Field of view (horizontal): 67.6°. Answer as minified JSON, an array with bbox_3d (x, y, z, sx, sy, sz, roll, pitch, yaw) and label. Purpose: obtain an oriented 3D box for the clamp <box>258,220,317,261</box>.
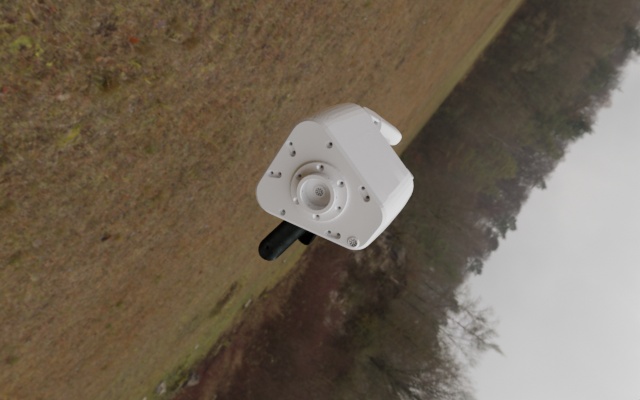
[{"bbox_3d":[0.001,0.002,0.530,0.039,0.171,0.120,40,25,8],"label":"clamp"}]
